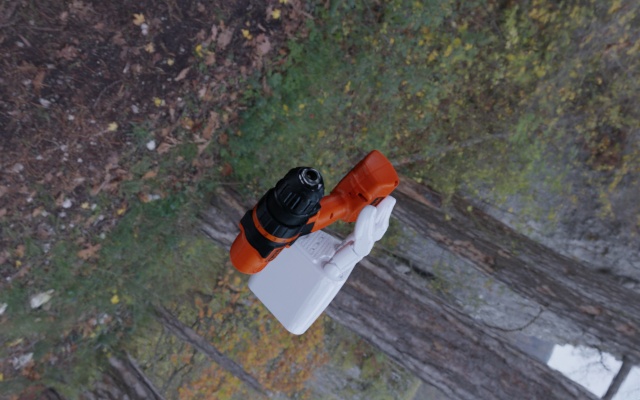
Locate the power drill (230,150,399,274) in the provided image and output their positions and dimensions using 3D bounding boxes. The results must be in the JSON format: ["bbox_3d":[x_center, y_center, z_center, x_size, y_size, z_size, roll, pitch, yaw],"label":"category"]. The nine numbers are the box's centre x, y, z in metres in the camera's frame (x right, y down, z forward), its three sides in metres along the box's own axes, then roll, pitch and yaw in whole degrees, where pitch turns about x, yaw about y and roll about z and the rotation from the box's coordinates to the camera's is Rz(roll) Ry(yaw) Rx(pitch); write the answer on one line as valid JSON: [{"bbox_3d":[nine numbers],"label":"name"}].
[{"bbox_3d":[0.000,0.002,0.528,0.187,0.057,0.184,-22,-15,-38],"label":"power drill"}]
